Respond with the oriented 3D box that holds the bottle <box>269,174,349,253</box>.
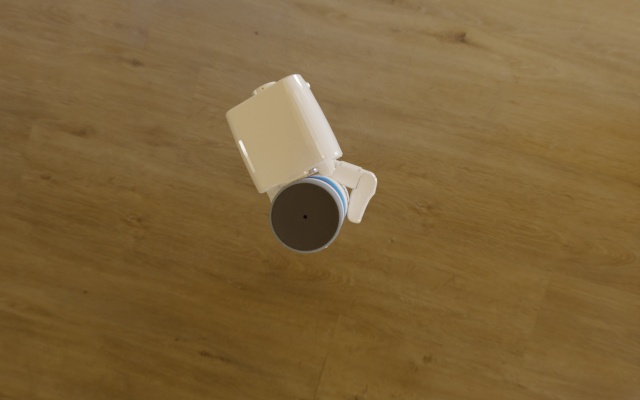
[{"bbox_3d":[0.000,0.002,0.573,0.069,0.069,0.295,0,5,5],"label":"bottle"}]
